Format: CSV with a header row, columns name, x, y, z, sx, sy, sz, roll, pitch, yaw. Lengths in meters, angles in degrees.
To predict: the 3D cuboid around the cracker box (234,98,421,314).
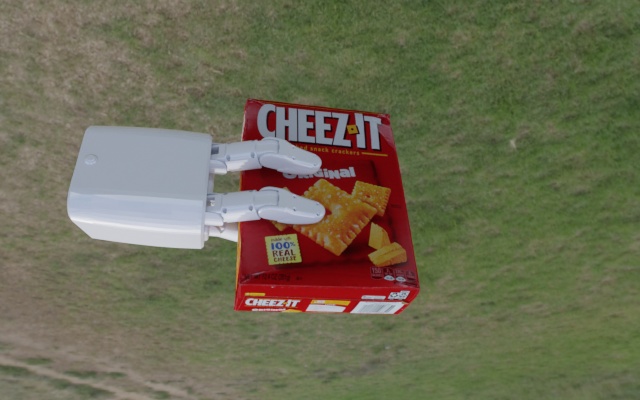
name,x,y,z,sx,sy,sz,roll,pitch,yaw
cracker box,0.000,0.002,0.482,0.164,0.213,0.072,4,-33,-12
